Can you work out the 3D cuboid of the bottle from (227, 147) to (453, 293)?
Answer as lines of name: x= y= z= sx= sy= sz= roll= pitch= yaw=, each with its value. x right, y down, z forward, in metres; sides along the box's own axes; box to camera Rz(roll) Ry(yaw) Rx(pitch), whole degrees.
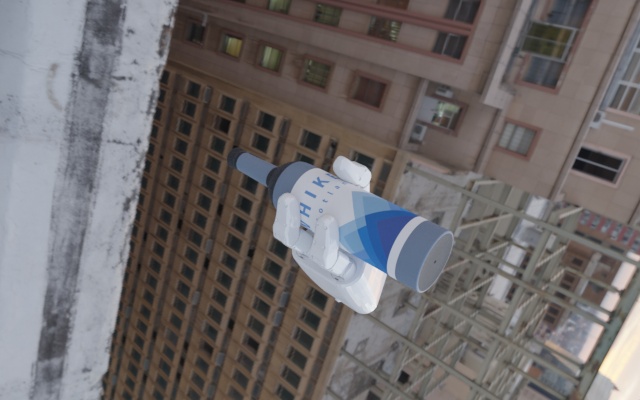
bottle: x=0.000 y=0.002 z=0.534 sx=0.295 sy=0.069 sz=0.069 roll=28 pitch=16 yaw=32
